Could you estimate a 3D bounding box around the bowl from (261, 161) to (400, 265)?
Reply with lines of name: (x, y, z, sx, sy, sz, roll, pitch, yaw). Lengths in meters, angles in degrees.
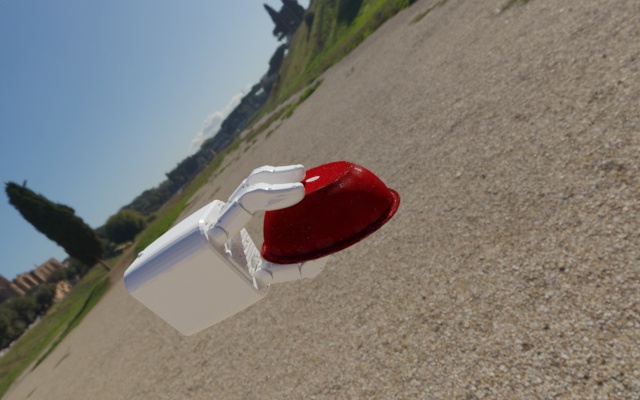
bowl: (0.001, 0.001, 0.509, 0.162, 0.055, 0.162, -21, 17, 7)
